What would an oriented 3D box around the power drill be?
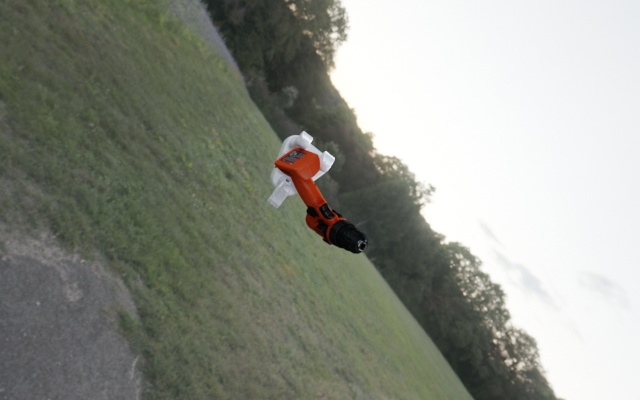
[{"bbox_3d":[0.000,0.002,0.856,0.057,0.188,0.184,-36,28,-18],"label":"power drill"}]
